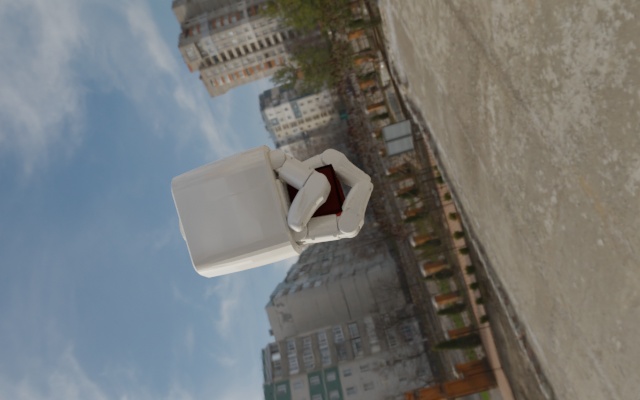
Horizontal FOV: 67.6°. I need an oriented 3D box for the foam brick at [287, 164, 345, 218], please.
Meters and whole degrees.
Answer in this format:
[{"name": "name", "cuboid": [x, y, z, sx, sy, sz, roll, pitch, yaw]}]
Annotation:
[{"name": "foam brick", "cuboid": [0.000, 0.002, 0.524, 0.051, 0.053, 0.078, -17, -19, 6]}]
